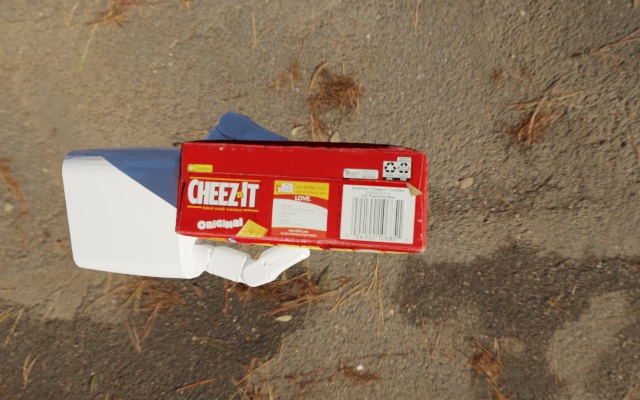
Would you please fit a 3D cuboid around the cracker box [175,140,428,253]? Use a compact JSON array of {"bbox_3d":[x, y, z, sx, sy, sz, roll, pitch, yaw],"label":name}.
[{"bbox_3d":[0.000,0.001,0.405,0.164,0.072,0.214,3,-3,8],"label":"cracker box"}]
